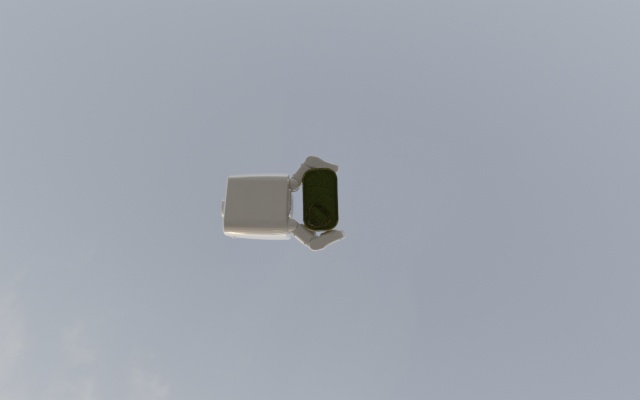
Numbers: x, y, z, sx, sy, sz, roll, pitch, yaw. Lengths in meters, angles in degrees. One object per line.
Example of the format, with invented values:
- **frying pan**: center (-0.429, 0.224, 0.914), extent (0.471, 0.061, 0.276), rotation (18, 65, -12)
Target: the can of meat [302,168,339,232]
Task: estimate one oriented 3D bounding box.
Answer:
- **can of meat**: center (0.000, 0.003, 0.805), extent (0.057, 0.102, 0.084), rotation (-2, -7, 0)
